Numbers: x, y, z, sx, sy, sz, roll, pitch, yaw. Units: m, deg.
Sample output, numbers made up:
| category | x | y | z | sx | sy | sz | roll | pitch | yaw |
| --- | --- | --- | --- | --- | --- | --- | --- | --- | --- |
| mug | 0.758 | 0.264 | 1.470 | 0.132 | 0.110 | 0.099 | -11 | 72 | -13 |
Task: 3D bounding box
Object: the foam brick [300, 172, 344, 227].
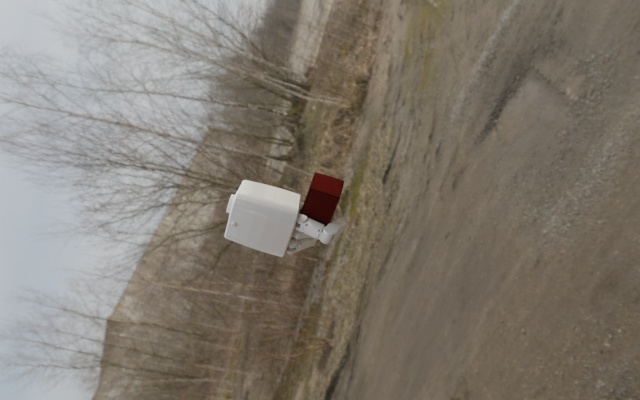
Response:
| category | x | y | z | sx | sy | sz | roll | pitch | yaw |
| --- | --- | --- | --- | --- | --- | --- | --- | --- | --- |
| foam brick | 0.000 | 0.002 | 0.790 | 0.051 | 0.078 | 0.053 | 20 | 34 | -2 |
